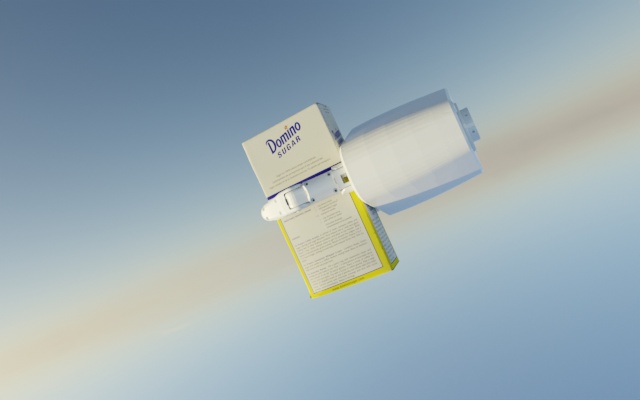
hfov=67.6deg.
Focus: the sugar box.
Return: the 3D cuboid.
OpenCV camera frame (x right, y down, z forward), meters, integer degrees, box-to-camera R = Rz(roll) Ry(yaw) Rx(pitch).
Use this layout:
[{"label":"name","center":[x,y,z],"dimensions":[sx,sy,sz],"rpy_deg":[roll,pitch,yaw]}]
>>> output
[{"label":"sugar box","center":[0.000,0.002,0.483],"dimensions":[0.093,0.176,0.048],"rpy_deg":[-24,-4,20]}]
